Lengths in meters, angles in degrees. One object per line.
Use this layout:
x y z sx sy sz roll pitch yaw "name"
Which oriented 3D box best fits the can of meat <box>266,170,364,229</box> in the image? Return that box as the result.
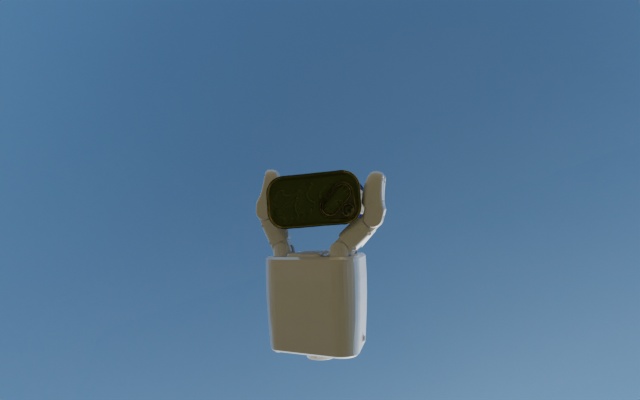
0.000 0.002 0.542 0.102 0.057 0.084 -5 -5 11 "can of meat"
